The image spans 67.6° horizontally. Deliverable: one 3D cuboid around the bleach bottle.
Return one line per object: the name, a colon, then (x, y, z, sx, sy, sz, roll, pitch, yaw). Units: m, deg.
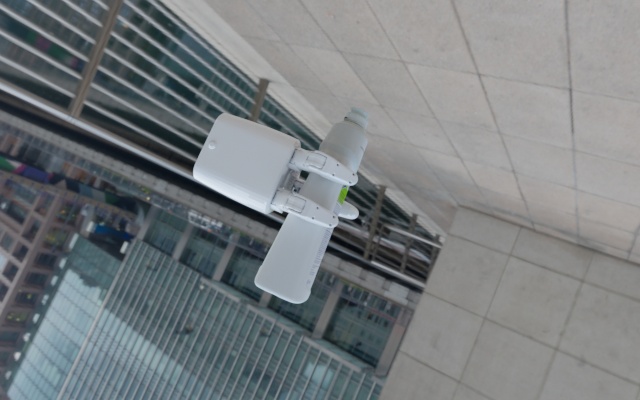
bleach bottle: (0.000, 0.002, 0.609, 0.068, 0.251, 0.102, 24, -5, 7)
